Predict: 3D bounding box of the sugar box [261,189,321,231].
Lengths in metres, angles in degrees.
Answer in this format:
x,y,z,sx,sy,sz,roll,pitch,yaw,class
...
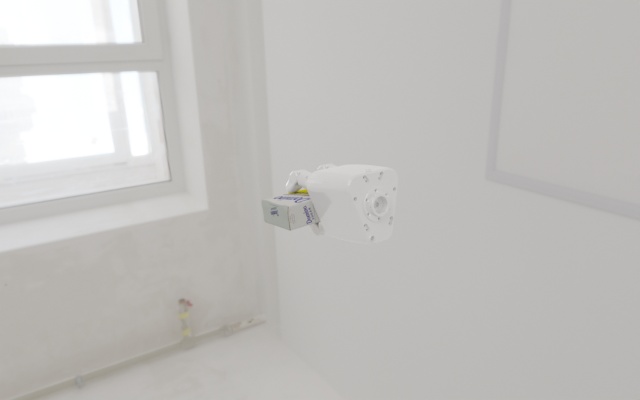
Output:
x,y,z,sx,sy,sz,roll,pitch,yaw,class
0.000,0.002,0.801,0.176,0.048,0.093,-13,13,-31,sugar box
